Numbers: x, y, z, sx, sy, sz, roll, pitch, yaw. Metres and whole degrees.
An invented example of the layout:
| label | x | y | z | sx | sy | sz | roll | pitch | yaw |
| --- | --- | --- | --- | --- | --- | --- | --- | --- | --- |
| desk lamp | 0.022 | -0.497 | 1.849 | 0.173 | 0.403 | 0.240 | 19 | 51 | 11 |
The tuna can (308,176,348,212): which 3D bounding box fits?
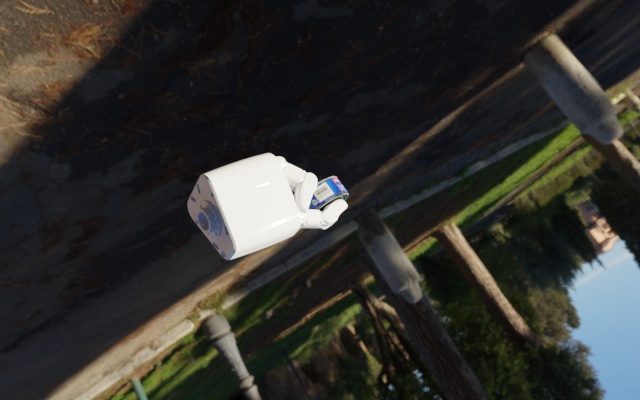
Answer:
| label | x | y | z | sx | sy | sz | roll | pitch | yaw |
| --- | --- | --- | --- | --- | --- | --- | --- | --- | --- |
| tuna can | 0.000 | 0.003 | 0.727 | 0.086 | 0.033 | 0.086 | -34 | -14 | -10 |
